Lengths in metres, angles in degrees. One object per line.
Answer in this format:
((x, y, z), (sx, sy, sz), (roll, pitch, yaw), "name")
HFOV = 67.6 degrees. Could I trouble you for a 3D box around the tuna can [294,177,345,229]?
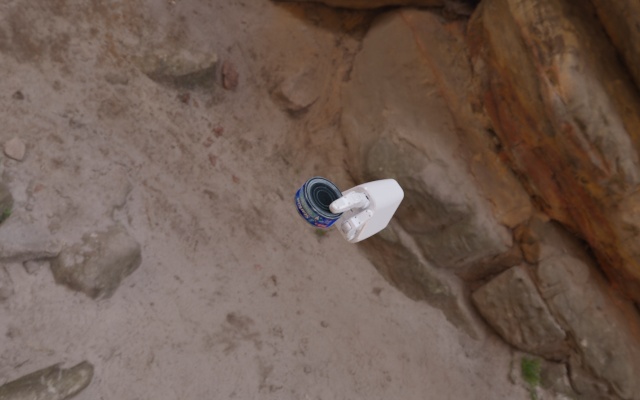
((0.000, 0.002, 0.815), (0.086, 0.086, 0.034), (0, -30, -39), "tuna can")
